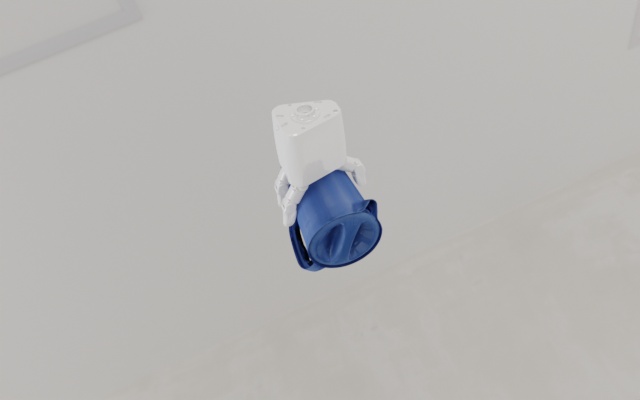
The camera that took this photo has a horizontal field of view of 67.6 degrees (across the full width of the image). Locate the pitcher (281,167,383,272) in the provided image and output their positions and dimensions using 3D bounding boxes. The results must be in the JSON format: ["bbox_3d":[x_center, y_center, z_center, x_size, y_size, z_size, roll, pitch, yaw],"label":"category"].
[{"bbox_3d":[0.000,0.003,0.883,0.149,0.145,0.242,-18,45,-9],"label":"pitcher"}]
